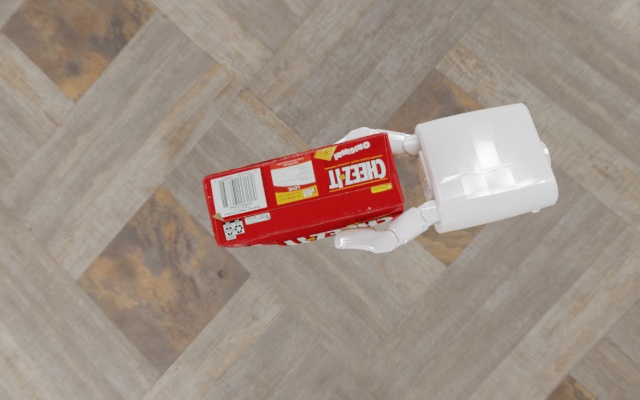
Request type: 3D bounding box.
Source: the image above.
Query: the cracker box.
[{"bbox_3d":[0.000,0.001,0.494,0.164,0.072,0.214,-13,-7,8],"label":"cracker box"}]
